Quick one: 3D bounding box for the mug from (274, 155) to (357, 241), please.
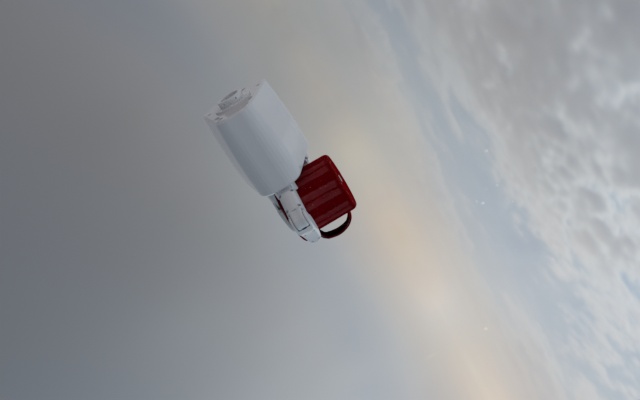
[{"bbox_3d":[0.001,0.003,0.631,0.081,0.117,0.093,-30,27,7],"label":"mug"}]
